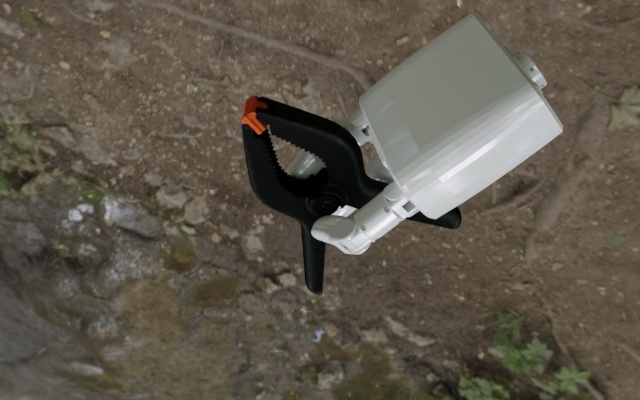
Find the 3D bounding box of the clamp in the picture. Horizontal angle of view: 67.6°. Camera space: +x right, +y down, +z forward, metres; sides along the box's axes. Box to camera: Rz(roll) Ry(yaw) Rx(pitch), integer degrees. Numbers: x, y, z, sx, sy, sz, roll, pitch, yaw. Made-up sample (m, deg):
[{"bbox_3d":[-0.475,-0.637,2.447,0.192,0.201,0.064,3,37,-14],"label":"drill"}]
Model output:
[{"bbox_3d":[0.000,0.001,0.409,0.164,0.036,0.210,-37,-57,23],"label":"clamp"}]
